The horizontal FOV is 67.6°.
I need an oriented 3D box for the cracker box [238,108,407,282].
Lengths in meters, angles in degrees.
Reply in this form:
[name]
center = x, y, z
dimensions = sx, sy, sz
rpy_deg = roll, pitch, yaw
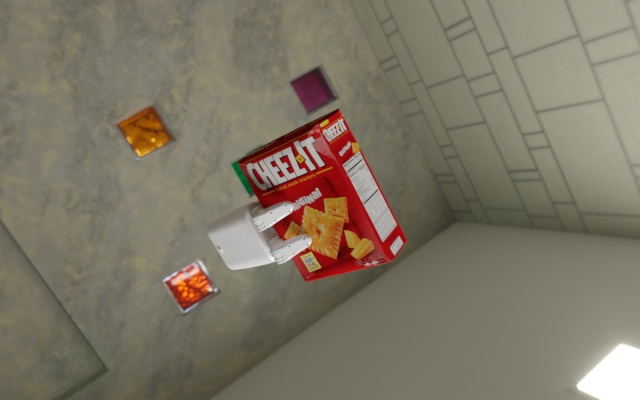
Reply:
[cracker box]
center = 0.000, 0.002, 0.685
dimensions = 0.164, 0.214, 0.072
rpy_deg = -19, 15, 39
